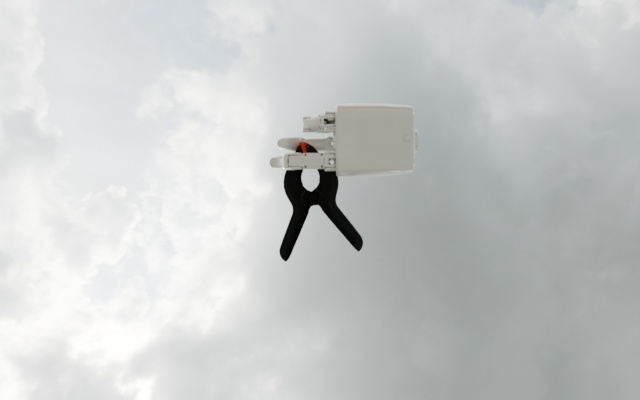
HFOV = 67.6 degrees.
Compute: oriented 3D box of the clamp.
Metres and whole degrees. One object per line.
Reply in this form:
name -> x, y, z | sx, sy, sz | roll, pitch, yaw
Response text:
clamp -> 0.000, 0.002, 0.682 | 0.120, 0.171, 0.039 | 0, 2, 3
